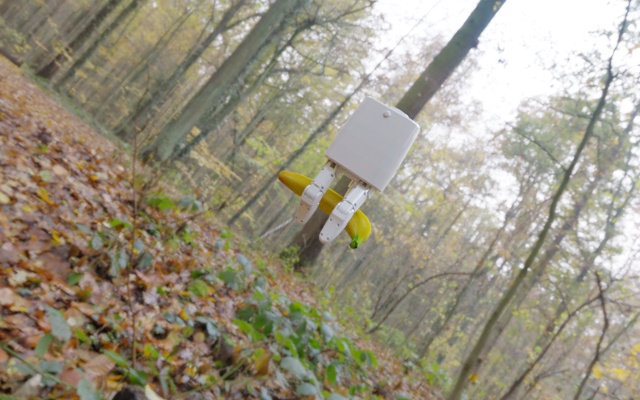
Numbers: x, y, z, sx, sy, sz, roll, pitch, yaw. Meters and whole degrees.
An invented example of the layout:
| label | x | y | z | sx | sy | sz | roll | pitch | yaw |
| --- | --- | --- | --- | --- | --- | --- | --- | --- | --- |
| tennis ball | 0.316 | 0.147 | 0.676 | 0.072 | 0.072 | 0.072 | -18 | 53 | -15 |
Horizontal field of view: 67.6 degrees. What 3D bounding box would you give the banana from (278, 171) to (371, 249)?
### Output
| label | x | y | z | sx | sy | sz | roll | pitch | yaw |
| --- | --- | --- | --- | --- | --- | --- | --- | --- | --- |
| banana | 0.014 | 0.007 | 0.713 | 0.069 | 0.037 | 0.197 | 15 | 19 | -48 |
